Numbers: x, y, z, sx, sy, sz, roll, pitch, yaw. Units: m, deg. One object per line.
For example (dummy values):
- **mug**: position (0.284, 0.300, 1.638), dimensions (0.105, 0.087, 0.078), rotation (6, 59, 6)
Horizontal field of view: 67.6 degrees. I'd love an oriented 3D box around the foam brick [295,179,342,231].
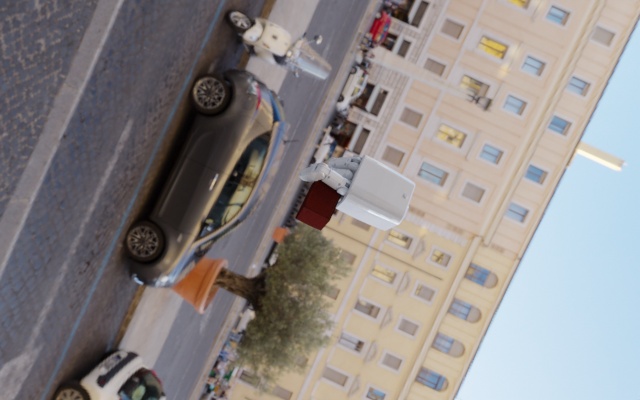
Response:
- **foam brick**: position (0.000, 0.003, 0.824), dimensions (0.051, 0.078, 0.053), rotation (29, -31, -6)
